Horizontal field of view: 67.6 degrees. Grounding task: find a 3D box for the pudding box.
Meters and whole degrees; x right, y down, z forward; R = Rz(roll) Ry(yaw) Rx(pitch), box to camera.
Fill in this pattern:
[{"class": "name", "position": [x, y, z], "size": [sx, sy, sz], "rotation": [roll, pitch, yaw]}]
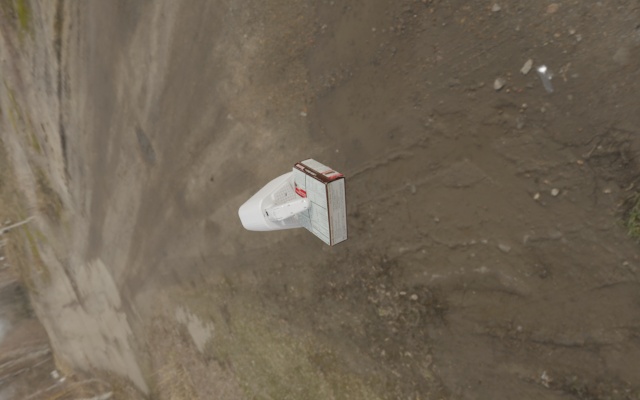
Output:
[{"class": "pudding box", "position": [0.000, 0.002, 0.731], "size": [0.039, 0.114, 0.090], "rotation": [-25, 35, -29]}]
